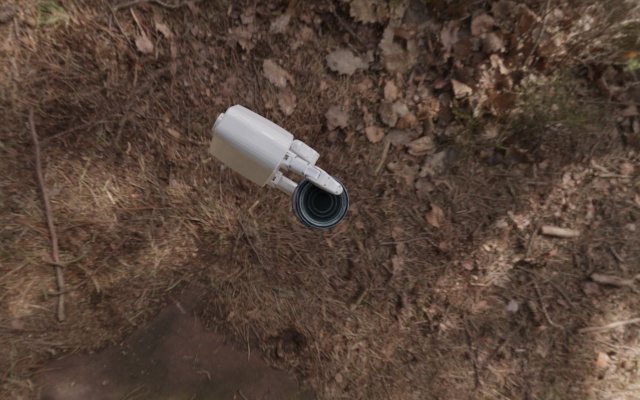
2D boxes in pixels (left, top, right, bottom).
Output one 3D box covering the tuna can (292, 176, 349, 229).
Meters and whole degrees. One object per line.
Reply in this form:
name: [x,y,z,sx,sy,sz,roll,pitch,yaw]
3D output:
tuna can: [0.000,0.002,0.741,0.086,0.086,0.034,0,-1,-14]
